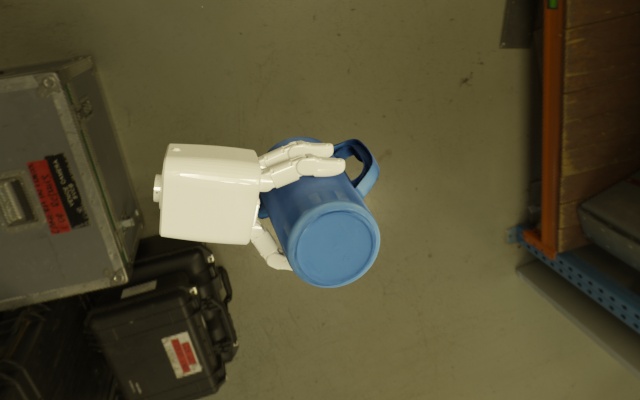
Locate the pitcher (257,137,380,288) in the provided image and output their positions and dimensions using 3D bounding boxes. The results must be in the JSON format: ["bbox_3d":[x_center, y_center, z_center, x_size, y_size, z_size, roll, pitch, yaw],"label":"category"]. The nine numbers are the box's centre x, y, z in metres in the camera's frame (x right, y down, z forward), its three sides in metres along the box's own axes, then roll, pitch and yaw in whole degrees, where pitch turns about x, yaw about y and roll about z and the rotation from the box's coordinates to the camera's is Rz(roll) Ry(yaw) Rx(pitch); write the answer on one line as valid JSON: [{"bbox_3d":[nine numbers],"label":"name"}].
[{"bbox_3d":[0.000,0.002,0.627,0.145,0.149,0.242,7,20,-16],"label":"pitcher"}]
